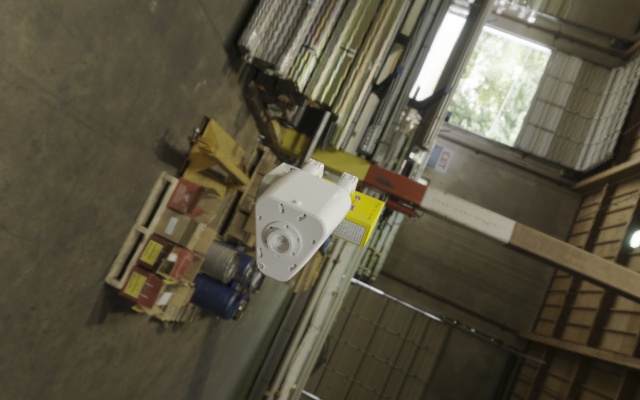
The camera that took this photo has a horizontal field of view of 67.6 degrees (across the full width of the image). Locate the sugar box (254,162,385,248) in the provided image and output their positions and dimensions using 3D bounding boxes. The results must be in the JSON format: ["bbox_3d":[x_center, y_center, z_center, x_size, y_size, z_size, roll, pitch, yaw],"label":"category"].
[{"bbox_3d":[0.000,0.002,0.718,0.176,0.048,0.093,24,27,9],"label":"sugar box"}]
